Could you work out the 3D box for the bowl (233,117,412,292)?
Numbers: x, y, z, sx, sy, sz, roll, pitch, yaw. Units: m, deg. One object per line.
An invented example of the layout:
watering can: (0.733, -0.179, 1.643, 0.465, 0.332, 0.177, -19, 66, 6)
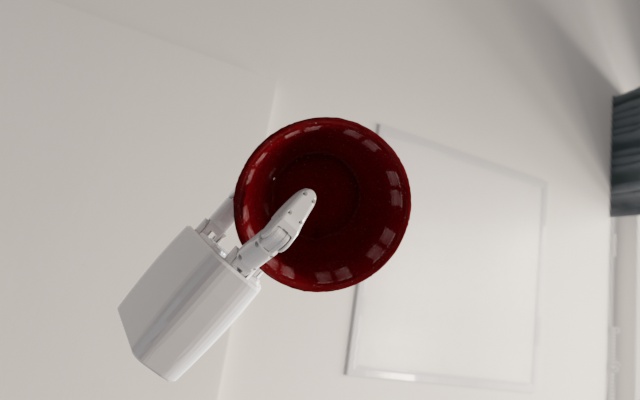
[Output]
bowl: (0.001, 0.001, 0.451, 0.162, 0.162, 0.055, 0, 13, -9)
